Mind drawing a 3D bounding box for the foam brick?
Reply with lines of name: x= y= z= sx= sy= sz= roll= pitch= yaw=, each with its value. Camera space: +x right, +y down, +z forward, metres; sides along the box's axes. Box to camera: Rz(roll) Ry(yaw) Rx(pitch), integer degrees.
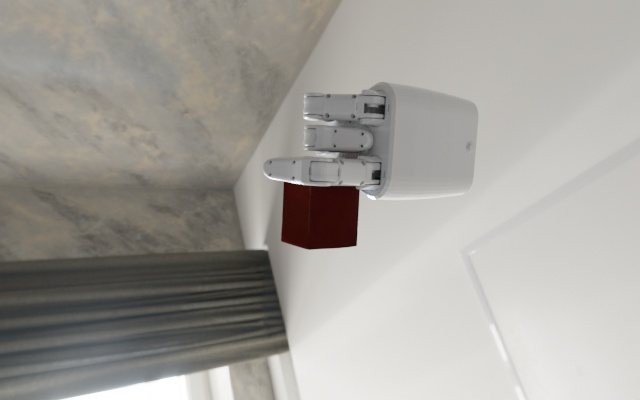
foam brick: x=0.000 y=0.002 z=0.424 sx=0.051 sy=0.078 sz=0.053 roll=0 pitch=6 yaw=-31
